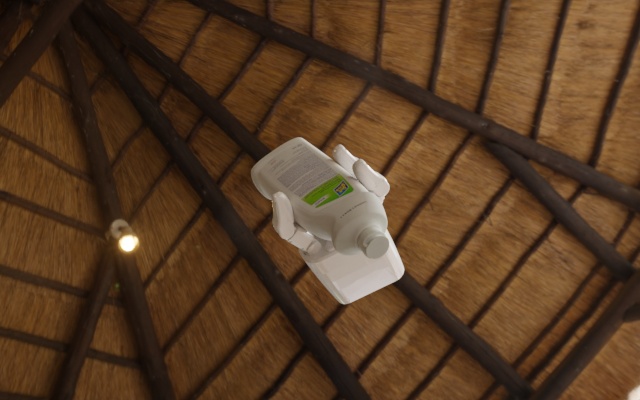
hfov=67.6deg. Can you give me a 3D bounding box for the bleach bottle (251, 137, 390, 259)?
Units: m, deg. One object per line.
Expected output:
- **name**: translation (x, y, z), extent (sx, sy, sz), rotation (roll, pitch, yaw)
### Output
- **bleach bottle**: translation (0.000, 0.002, 0.599), extent (0.102, 0.068, 0.250), rotation (-37, 36, -6)
